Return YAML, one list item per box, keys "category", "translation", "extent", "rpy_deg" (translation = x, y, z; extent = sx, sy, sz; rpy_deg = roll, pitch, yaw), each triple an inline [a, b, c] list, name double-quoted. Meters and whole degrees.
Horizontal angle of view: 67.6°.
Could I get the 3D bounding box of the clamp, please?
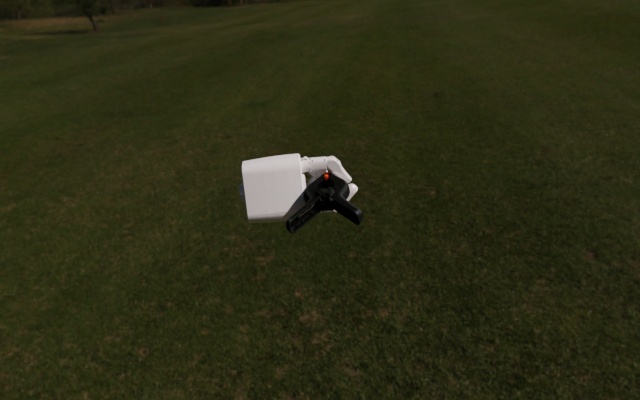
- category: "clamp"
  translation: [0.000, 0.002, 0.795]
  extent: [0.120, 0.039, 0.171]
  rpy_deg: [-7, 25, -3]
